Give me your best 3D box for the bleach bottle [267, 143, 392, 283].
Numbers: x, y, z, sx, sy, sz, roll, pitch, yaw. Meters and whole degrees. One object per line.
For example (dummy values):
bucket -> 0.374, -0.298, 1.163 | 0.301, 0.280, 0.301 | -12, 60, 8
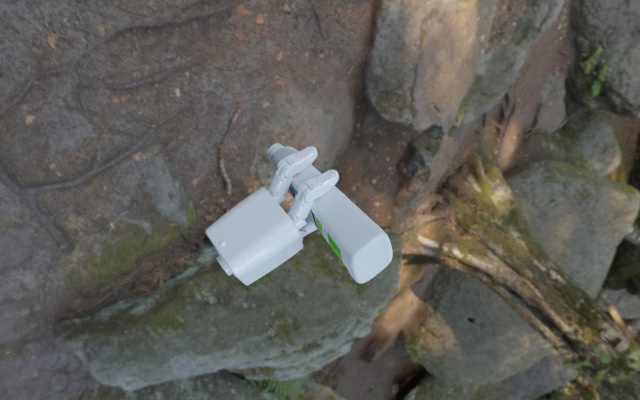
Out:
bleach bottle -> 0.000, 0.002, 0.707 | 0.068, 0.250, 0.103 | -36, -33, -10
